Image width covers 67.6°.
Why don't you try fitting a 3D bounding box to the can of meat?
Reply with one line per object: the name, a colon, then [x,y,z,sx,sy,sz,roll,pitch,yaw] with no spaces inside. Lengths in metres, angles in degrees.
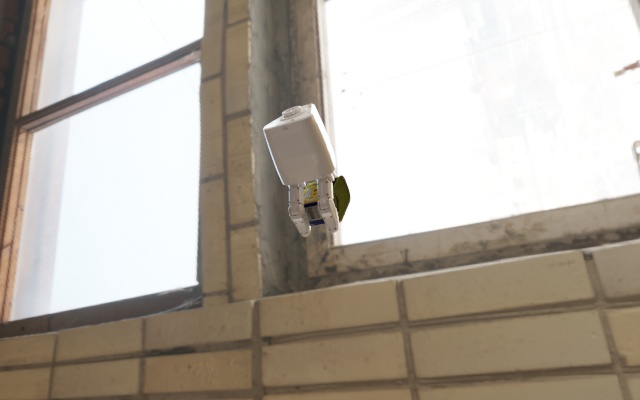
can of meat: [0.000,0.003,0.864,0.084,0.057,0.102,-11,27,23]
